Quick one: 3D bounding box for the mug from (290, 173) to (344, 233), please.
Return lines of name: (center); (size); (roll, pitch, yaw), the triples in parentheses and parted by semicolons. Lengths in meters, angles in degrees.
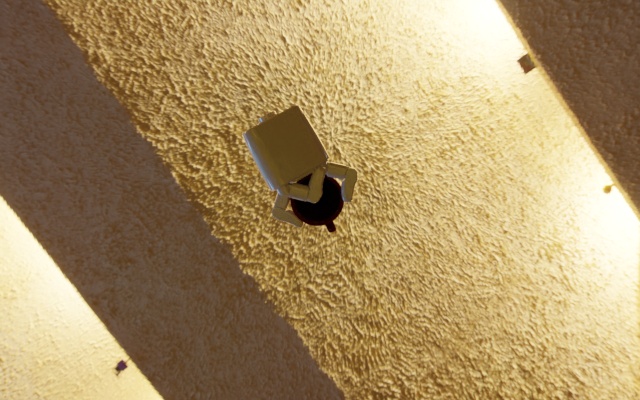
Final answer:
mug: (0.001, 0.004, 0.859); (0.093, 0.117, 0.081); (-27, 8, 5)
